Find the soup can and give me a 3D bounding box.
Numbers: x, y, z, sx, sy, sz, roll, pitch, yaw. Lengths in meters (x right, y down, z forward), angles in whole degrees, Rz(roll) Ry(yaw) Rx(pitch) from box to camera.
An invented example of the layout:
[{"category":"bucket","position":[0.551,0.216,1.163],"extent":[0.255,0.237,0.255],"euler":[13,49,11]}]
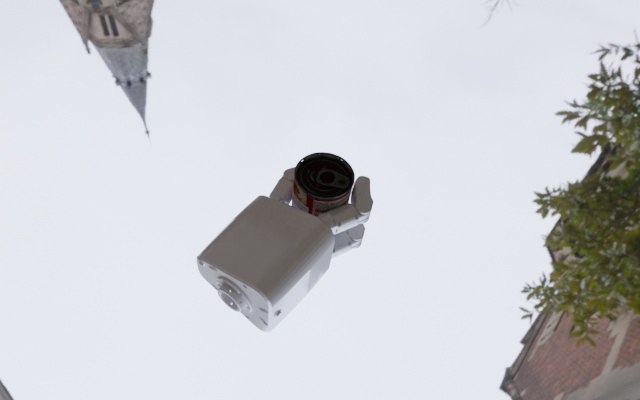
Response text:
[{"category":"soup can","position":[0.000,0.002,0.569],"extent":[0.068,0.068,0.102],"euler":[0,-38,-7]}]
